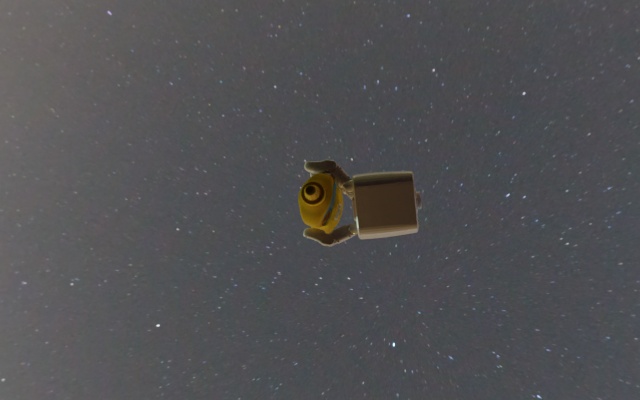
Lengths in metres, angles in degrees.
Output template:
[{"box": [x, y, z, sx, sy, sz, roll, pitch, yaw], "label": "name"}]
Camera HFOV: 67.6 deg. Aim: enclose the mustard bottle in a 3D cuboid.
[{"box": [0.000, 0.003, 0.861, 0.058, 0.096, 0.192, 17, -8, 12], "label": "mustard bottle"}]
